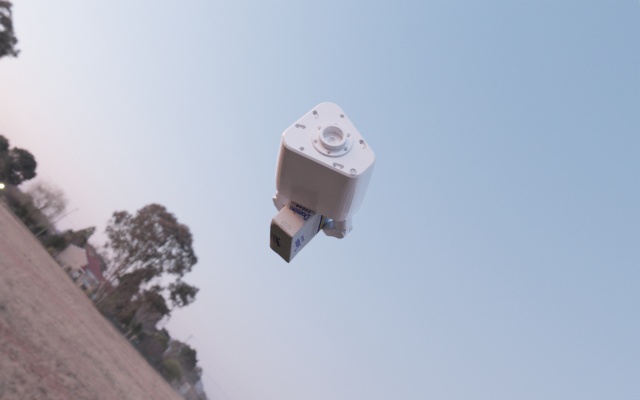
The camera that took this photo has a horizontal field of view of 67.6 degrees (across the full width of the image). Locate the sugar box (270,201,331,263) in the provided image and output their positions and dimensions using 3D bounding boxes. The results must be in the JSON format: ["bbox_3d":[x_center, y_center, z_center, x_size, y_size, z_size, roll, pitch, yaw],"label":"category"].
[{"bbox_3d":[0.000,0.002,0.686,0.176,0.048,0.093,-42,-17,-26],"label":"sugar box"}]
